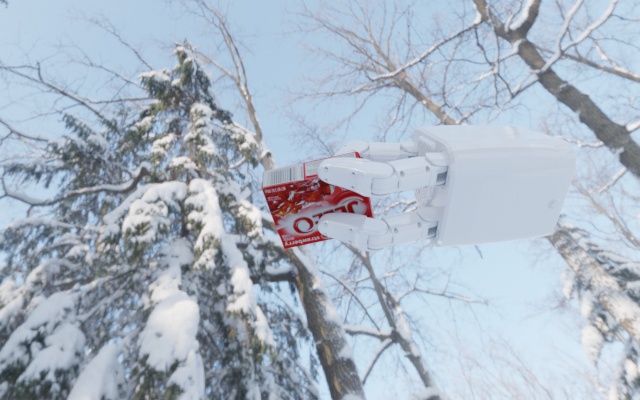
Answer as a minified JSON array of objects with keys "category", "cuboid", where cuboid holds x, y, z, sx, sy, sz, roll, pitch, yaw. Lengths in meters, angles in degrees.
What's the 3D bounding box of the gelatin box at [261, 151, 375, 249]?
[{"category":"gelatin box","cuboid":[0.000,0.001,0.426,0.089,0.073,0.030,-11,38,6]}]
